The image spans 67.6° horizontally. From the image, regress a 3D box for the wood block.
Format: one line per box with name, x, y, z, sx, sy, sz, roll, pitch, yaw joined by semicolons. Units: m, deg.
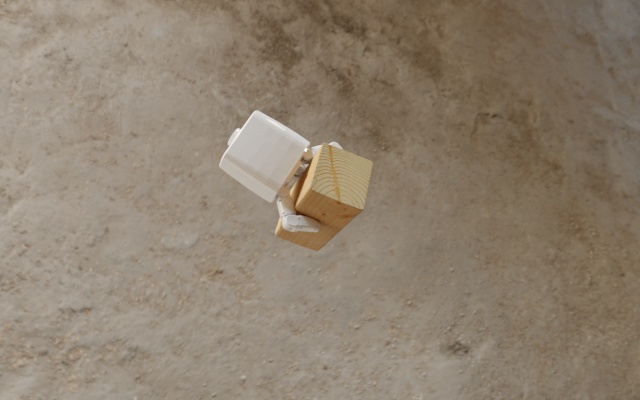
wood block;0.000;0.003;0.811;0.090;0.090;0.206;21;-29;-11
